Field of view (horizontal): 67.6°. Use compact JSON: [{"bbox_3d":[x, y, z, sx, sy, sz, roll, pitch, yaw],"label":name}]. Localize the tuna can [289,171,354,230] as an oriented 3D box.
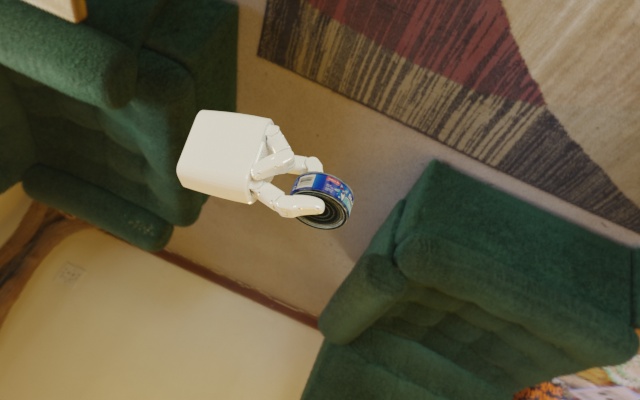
[{"bbox_3d":[0.000,0.003,0.638,0.086,0.033,0.086,12,-37,9],"label":"tuna can"}]
